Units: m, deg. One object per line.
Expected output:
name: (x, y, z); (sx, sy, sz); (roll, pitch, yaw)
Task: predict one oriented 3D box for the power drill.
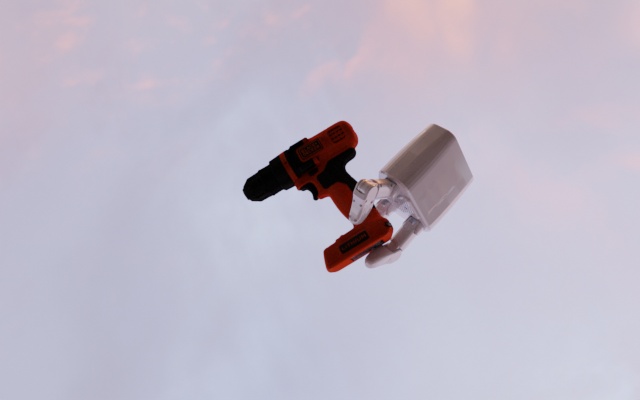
power drill: (0.001, 0.002, 0.667); (0.184, 0.187, 0.057); (-31, -16, 7)
